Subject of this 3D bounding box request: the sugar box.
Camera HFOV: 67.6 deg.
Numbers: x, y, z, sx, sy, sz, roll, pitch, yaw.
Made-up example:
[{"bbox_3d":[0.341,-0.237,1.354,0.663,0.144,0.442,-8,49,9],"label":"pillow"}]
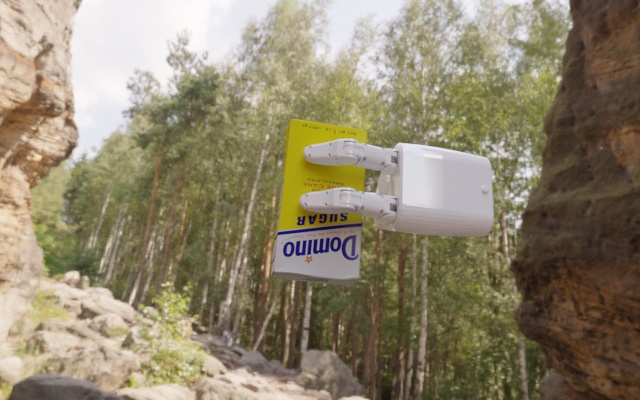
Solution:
[{"bbox_3d":[0.000,0.001,0.534,0.093,0.176,0.048,6,-20,-8],"label":"sugar box"}]
